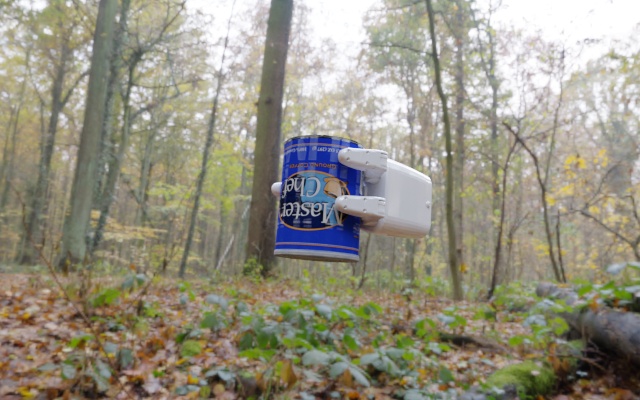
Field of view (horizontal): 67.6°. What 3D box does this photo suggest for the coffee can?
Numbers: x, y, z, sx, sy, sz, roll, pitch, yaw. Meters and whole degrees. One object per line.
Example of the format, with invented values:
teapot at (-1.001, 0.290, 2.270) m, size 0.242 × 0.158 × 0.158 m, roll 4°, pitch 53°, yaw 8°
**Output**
coffee can at (0.000, 0.002, 0.585) m, size 0.103 × 0.140 × 0.103 m, roll 4°, pitch -10°, yaw 1°
